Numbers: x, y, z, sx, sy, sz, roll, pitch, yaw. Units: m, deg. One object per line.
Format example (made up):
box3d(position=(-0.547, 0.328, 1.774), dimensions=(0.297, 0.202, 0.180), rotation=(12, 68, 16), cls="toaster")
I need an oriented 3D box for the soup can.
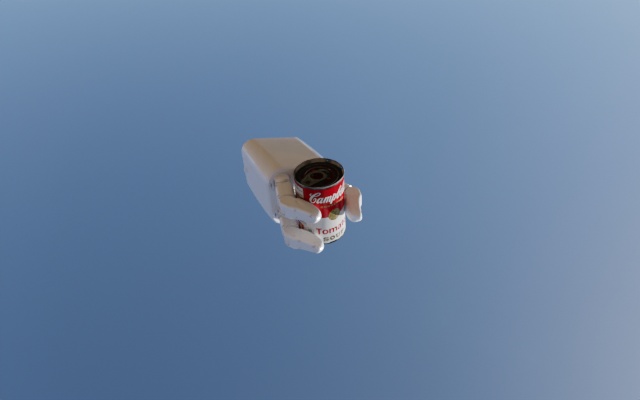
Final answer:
box3d(position=(0.000, 0.003, 0.658), dimensions=(0.068, 0.102, 0.068), rotation=(-2, 39, 2), cls="soup can")
